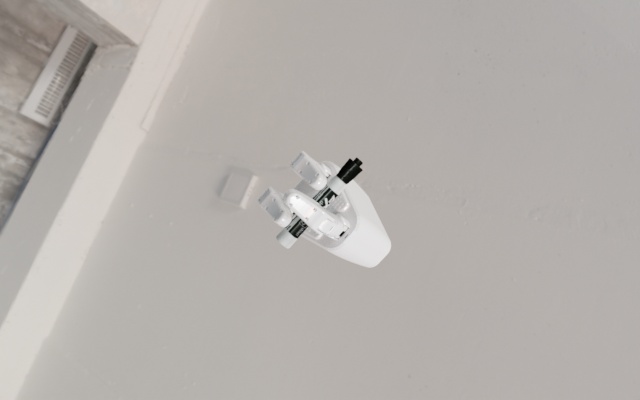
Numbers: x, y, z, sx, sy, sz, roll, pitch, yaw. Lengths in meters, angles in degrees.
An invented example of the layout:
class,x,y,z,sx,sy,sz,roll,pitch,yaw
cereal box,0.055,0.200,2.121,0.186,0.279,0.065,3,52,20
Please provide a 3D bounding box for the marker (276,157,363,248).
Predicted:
class,x,y,z,sx,sy,sz,roll,pitch,yaw
marker,0.000,0.002,0.504,0.020,0.121,0.020,42,7,-6
